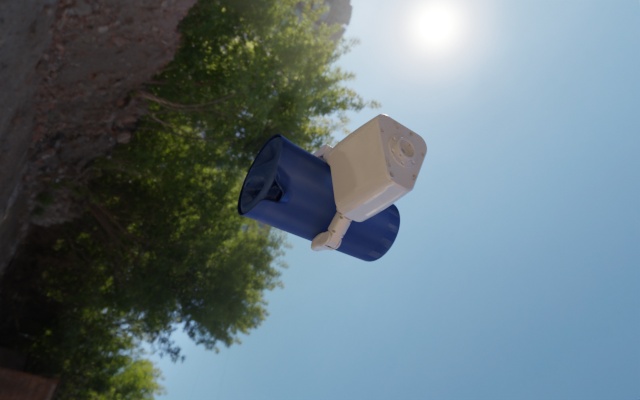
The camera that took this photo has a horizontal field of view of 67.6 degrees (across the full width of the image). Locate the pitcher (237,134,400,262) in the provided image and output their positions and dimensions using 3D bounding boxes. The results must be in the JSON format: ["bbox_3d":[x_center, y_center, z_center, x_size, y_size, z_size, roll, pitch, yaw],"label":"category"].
[{"bbox_3d":[0.000,0.002,0.760,0.243,0.149,0.145,26,-36,-24],"label":"pitcher"}]
